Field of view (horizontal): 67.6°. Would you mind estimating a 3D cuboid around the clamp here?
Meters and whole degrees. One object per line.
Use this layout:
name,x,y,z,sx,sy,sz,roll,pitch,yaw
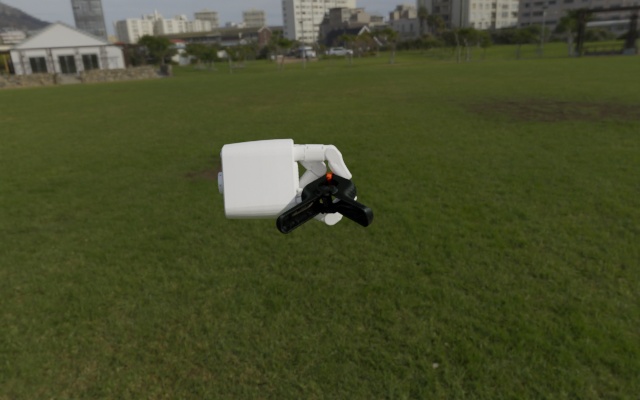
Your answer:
clamp,0.000,0.001,0.652,0.120,0.039,0.171,-3,18,-3
